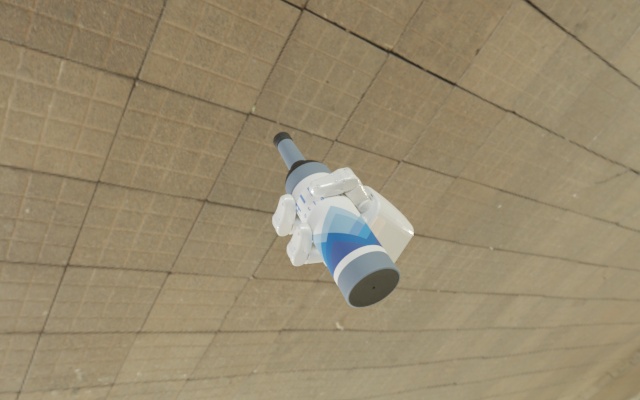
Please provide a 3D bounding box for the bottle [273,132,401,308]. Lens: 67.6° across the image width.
[{"bbox_3d":[0.000,0.002,0.616,0.069,0.069,0.295,0,40,-31],"label":"bottle"}]
